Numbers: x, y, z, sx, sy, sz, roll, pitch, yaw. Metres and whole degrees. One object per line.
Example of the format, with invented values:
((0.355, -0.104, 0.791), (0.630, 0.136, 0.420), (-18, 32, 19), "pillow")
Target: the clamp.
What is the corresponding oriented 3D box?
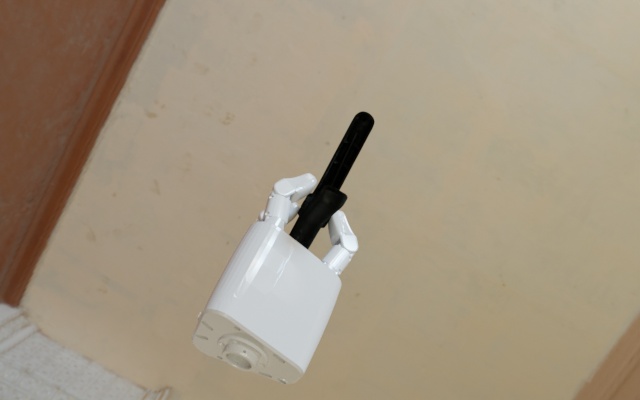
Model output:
((0.001, 0.003, 0.558), (0.036, 0.164, 0.210), (29, -43, -3), "clamp")
